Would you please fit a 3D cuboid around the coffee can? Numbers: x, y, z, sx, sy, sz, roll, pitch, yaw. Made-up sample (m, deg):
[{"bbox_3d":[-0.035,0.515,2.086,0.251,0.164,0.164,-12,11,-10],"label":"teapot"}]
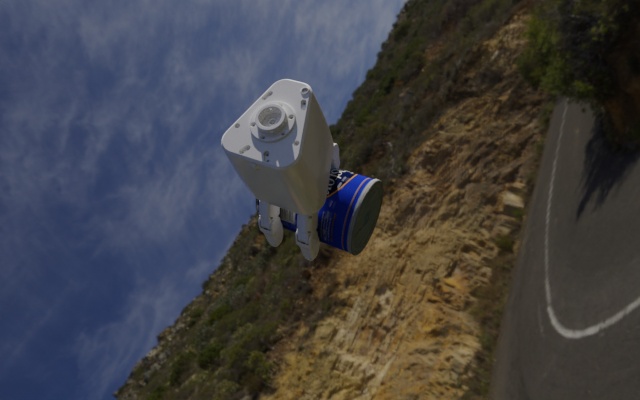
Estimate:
[{"bbox_3d":[0.000,0.002,0.640,0.140,0.103,0.103,19,7,21],"label":"coffee can"}]
